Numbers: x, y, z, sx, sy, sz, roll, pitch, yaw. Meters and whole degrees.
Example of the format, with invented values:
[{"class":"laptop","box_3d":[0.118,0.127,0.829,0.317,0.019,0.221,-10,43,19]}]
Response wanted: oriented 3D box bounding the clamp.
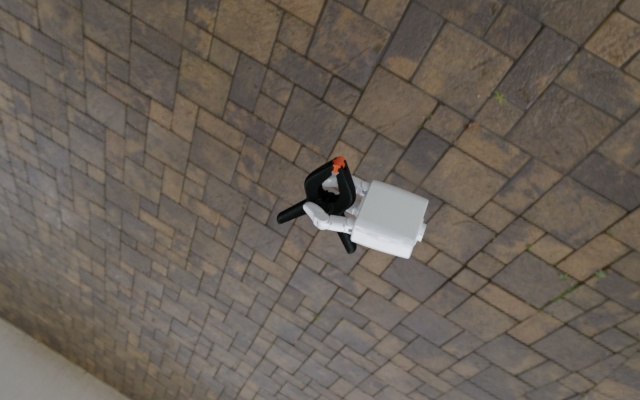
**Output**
[{"class":"clamp","box_3d":[0.000,0.003,0.863,0.164,0.210,0.036,17,45,9]}]
